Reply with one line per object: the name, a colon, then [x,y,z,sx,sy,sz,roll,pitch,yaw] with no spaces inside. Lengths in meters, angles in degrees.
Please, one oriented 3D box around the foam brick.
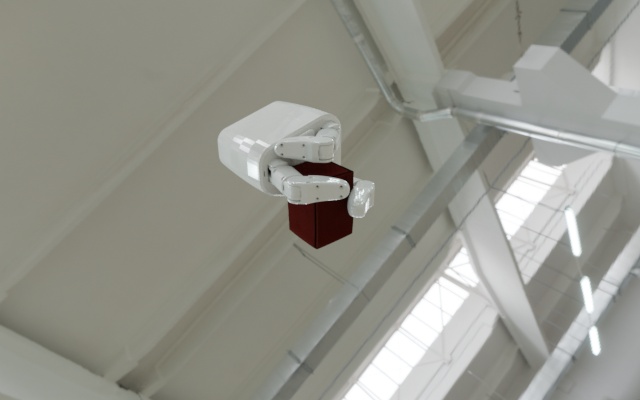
foam brick: [0.000,0.002,0.515,0.053,0.078,0.051,-19,31,-34]
